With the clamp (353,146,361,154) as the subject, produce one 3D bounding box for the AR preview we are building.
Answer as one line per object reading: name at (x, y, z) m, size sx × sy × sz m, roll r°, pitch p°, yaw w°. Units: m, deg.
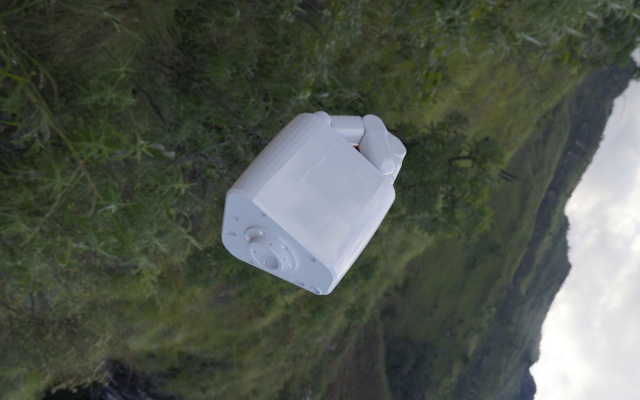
clamp at (0.001, 0.002, 0.511) m, size 0.039 × 0.120 × 0.172 m, roll 31°, pitch -38°, yaw 8°
